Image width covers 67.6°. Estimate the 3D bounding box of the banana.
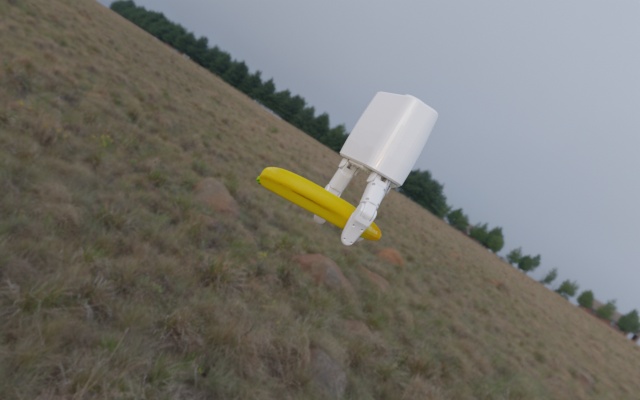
[{"bbox_3d":[-0.007,-0.001,0.644,0.198,0.037,0.069,28,0,13],"label":"banana"}]
